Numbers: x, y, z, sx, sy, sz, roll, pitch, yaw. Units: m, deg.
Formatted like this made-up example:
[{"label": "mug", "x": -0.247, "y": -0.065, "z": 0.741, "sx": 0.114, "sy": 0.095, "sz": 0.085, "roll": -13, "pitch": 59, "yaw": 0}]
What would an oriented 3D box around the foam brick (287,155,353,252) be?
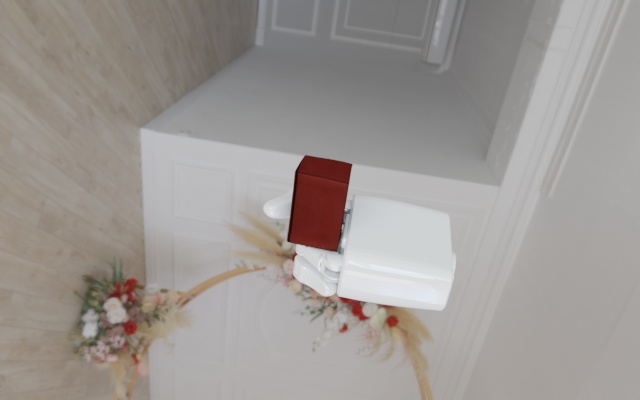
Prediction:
[{"label": "foam brick", "x": 0.000, "y": 0.001, "z": 0.475, "sx": 0.051, "sy": 0.078, "sz": 0.053, "roll": 10, "pitch": 26, "yaw": 5}]
